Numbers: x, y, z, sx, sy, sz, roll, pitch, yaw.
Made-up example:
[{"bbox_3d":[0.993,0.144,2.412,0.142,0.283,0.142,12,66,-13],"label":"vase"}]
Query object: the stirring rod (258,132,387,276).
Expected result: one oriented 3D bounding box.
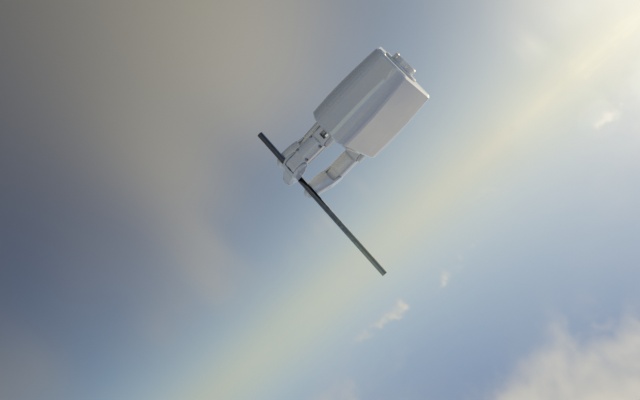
[{"bbox_3d":[0.000,0.002,0.605,0.011,0.239,0.011,-41,-9,-8],"label":"stirring rod"}]
